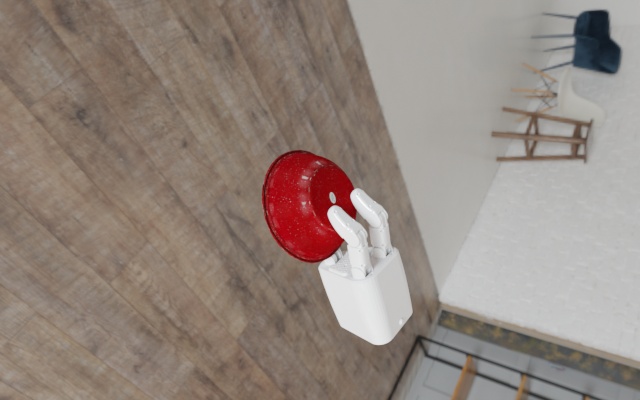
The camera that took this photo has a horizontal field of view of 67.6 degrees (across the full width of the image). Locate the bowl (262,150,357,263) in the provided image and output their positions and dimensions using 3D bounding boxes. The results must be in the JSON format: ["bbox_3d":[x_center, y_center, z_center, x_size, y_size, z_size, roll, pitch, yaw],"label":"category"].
[{"bbox_3d":[0.000,0.001,0.652,0.162,0.162,0.055,0,-12,-44],"label":"bowl"}]
